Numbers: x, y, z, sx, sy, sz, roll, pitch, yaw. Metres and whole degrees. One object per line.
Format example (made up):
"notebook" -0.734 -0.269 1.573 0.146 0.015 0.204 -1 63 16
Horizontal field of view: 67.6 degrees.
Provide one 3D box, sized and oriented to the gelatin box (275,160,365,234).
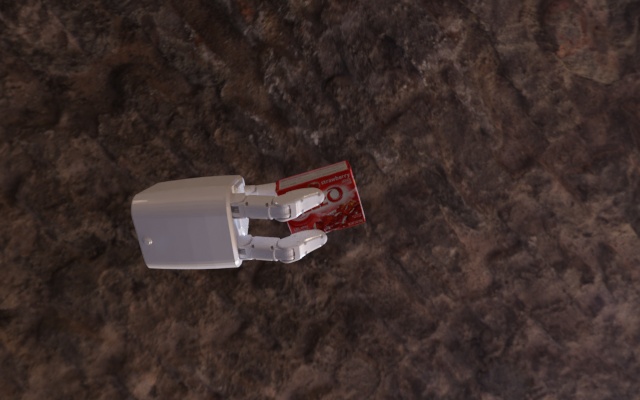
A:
"gelatin box" 0.000 0.002 0.554 0.089 0.073 0.030 -16 28 3
